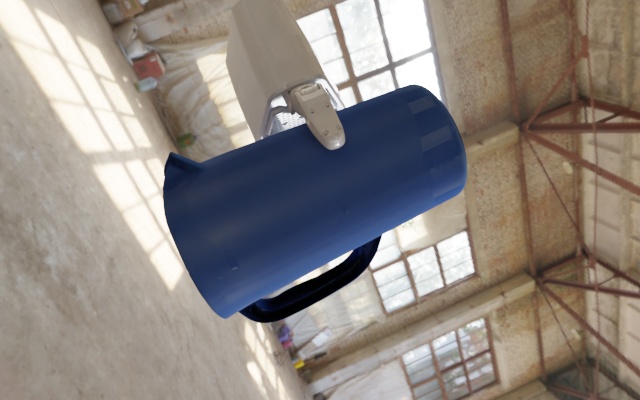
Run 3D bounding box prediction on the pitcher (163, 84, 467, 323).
[{"bbox_3d":[0.000,0.001,0.422,0.243,0.145,0.149,-24,-17,-5],"label":"pitcher"}]
